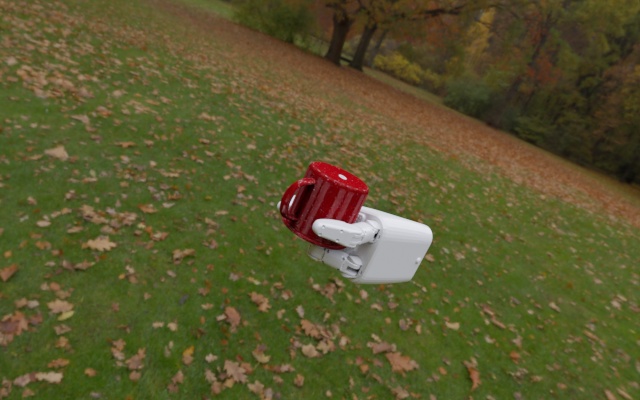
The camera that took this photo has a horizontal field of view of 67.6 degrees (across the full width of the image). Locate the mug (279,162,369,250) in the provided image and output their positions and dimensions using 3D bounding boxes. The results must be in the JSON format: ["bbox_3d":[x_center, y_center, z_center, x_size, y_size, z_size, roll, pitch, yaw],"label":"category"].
[{"bbox_3d":[-0.001,0.002,0.592,0.117,0.081,0.093,10,22,-42],"label":"mug"}]
